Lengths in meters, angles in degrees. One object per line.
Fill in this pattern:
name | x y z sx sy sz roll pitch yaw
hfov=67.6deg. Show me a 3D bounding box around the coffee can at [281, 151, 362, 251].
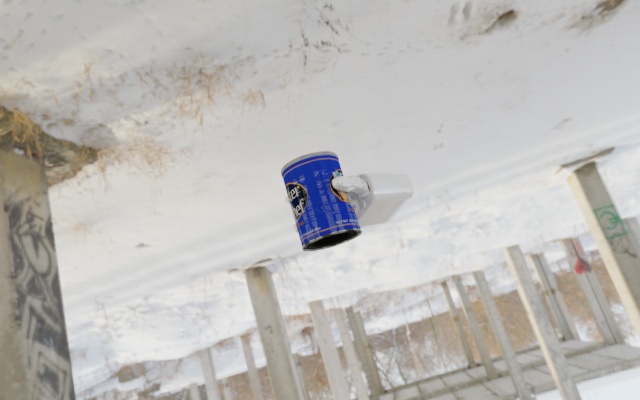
coffee can | 0.000 0.002 0.801 0.103 0.140 0.103 -15 -16 -4
